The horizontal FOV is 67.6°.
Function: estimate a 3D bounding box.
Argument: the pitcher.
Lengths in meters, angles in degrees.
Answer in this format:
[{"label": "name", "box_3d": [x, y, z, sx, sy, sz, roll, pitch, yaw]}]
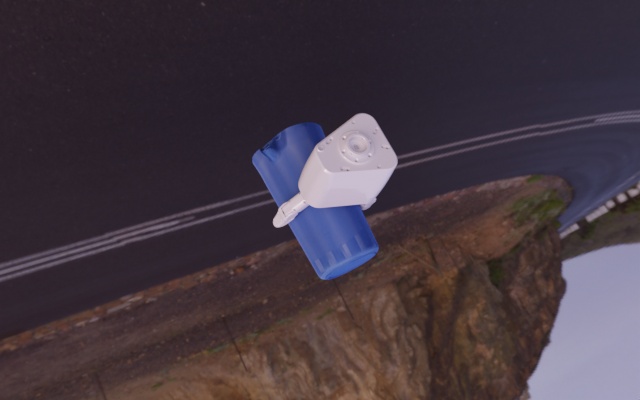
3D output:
[{"label": "pitcher", "box_3d": [0.000, 0.003, 0.803, 0.149, 0.242, 0.145, -22, -17, -22]}]
